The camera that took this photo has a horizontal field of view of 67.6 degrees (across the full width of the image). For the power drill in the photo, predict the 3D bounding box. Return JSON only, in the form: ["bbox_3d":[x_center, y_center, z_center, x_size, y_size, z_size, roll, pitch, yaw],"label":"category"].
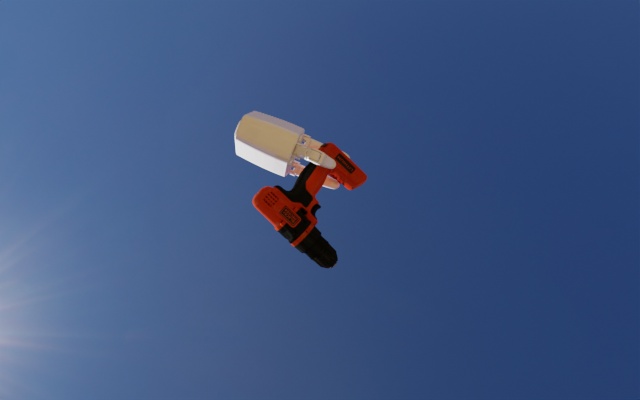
[{"bbox_3d":[0.000,0.002,0.854,0.187,0.184,0.057,-49,7,-24],"label":"power drill"}]
